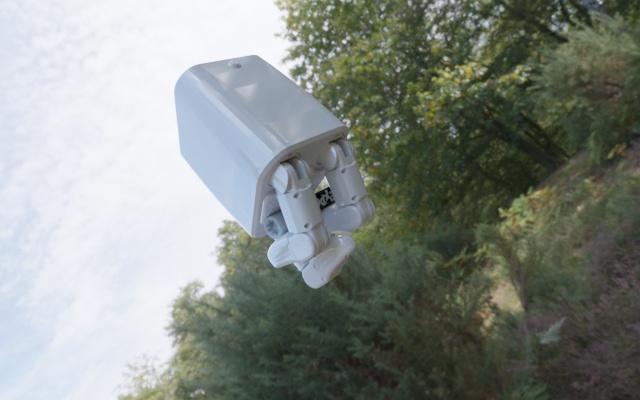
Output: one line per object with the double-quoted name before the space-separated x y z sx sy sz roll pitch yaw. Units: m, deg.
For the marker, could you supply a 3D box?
"marker" 0.000 0.001 0.407 0.020 0.020 0.121 0 19 41
